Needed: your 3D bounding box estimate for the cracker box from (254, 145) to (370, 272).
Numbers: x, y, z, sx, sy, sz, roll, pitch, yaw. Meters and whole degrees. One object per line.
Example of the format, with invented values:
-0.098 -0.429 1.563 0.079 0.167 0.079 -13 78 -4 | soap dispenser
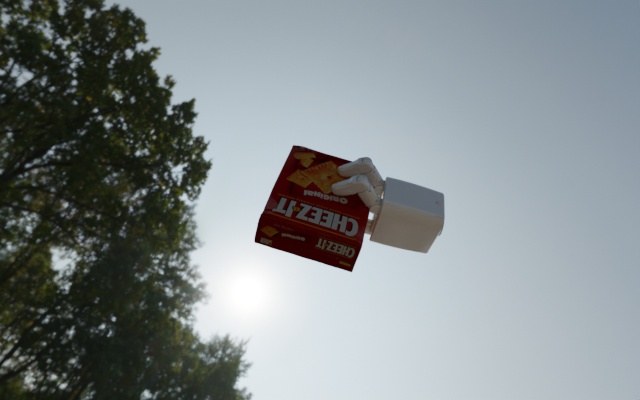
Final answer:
0.000 0.003 0.810 0.164 0.072 0.213 17 38 1 | cracker box
